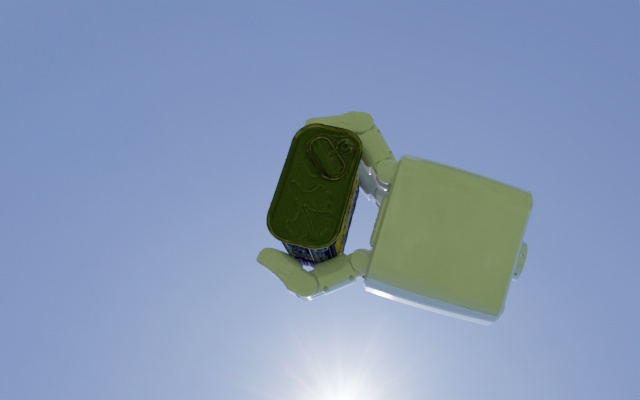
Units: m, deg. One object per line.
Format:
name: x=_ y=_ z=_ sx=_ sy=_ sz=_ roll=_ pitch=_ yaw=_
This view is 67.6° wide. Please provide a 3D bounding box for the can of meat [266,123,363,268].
can of meat: x=0.000 y=0.002 z=0.402 sx=0.057 sy=0.102 sz=0.084 roll=13 pitch=-19 yaw=11
